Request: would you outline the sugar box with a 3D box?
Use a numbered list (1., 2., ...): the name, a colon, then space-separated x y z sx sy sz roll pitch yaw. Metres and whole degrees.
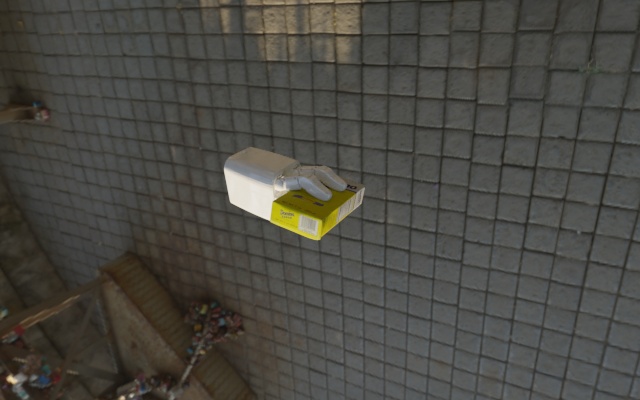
1. sugar box: 0.000 0.002 0.823 0.093 0.048 0.176 21 31 20
